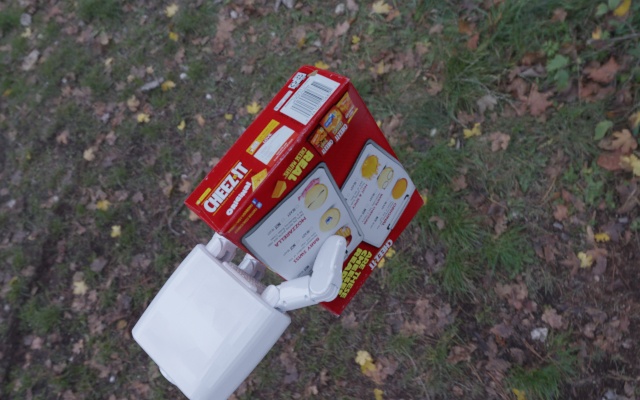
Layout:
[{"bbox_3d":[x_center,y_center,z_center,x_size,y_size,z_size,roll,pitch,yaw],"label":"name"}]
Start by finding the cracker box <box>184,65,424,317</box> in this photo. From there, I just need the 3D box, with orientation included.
[{"bbox_3d":[0.000,0.002,0.471,0.072,0.164,0.214,33,-9,40],"label":"cracker box"}]
